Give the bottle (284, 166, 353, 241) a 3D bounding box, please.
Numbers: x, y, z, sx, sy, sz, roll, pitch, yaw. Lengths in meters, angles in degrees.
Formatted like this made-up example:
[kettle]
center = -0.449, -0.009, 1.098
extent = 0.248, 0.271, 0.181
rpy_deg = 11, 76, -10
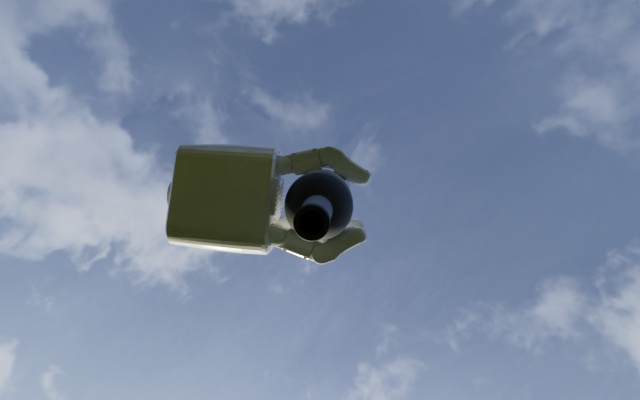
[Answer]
[bottle]
center = 0.000, 0.002, 0.496
extent = 0.069, 0.069, 0.295
rpy_deg = 0, 6, 3
